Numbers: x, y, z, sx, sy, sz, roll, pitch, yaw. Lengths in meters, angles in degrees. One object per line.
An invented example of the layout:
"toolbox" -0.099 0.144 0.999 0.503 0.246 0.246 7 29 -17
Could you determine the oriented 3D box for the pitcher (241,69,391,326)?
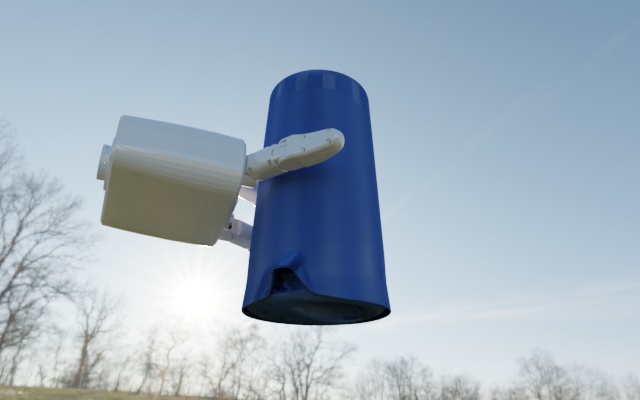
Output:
"pitcher" 0.000 0.002 0.482 0.145 0.242 0.149 12 -26 -23
